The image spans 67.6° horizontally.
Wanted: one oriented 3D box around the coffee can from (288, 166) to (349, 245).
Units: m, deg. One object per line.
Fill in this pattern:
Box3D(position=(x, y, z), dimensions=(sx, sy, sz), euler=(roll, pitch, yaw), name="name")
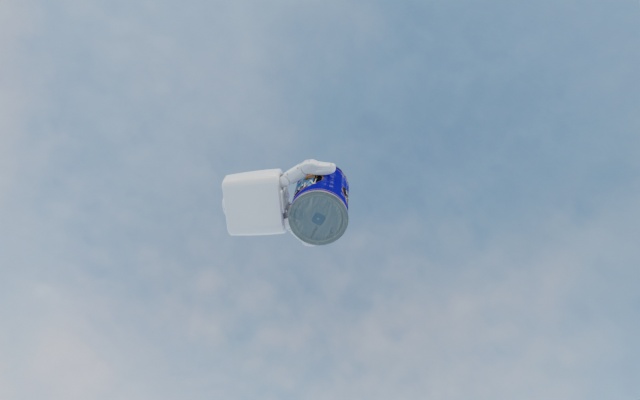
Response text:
Box3D(position=(0.000, 0.003, 0.868), dimensions=(0.103, 0.103, 0.140), euler=(0, 25, 4), name="coffee can")
